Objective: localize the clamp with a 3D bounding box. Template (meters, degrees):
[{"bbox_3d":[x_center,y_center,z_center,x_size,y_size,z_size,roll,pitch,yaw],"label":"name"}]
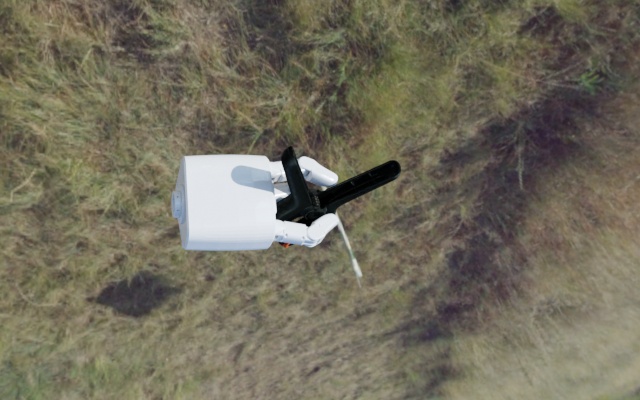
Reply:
[{"bbox_3d":[0.000,0.003,0.639,0.164,0.036,0.210,1,-33,-24],"label":"clamp"}]
